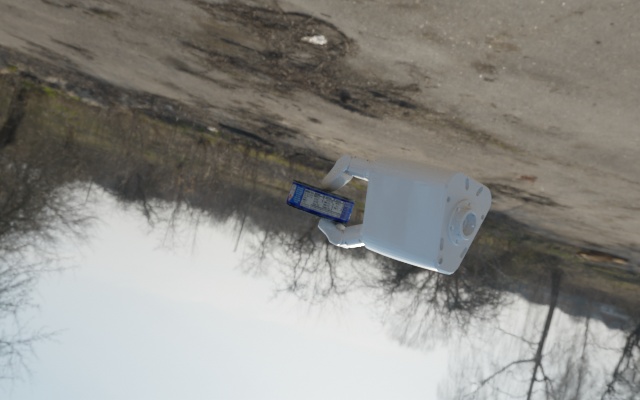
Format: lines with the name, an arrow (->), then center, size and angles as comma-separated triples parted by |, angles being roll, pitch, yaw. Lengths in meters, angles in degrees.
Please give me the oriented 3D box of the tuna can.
tuna can -> 0.000, 0.003, 0.618 | 0.086, 0.034, 0.086 | 19, 2, -1
